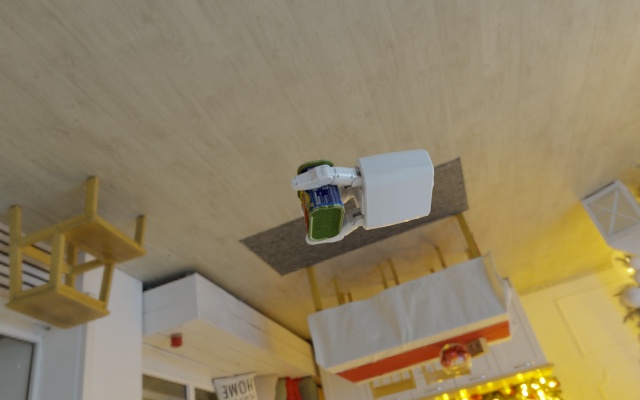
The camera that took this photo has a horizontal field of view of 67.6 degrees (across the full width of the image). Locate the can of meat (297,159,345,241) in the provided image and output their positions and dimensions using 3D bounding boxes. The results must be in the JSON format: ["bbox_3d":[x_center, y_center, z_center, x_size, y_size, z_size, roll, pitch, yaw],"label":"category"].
[{"bbox_3d":[0.000,0.003,0.726,0.057,0.084,0.102,-9,-32,-8],"label":"can of meat"}]
